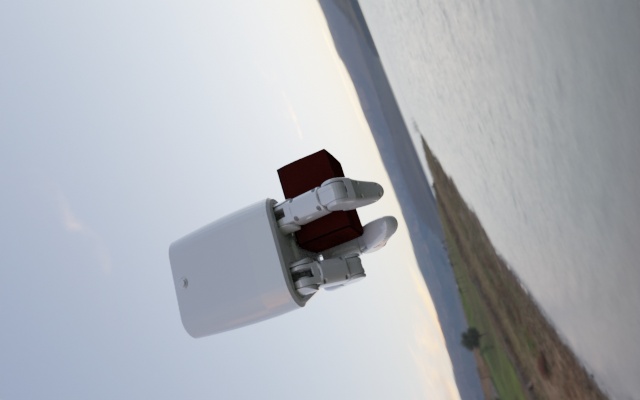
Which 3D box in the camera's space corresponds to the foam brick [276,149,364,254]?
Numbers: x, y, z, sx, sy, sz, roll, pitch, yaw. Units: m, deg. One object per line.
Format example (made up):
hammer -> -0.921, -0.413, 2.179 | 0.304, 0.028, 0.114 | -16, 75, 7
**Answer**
foam brick -> 0.000, 0.001, 0.440 | 0.051, 0.078, 0.053 | -22, -19, 14
